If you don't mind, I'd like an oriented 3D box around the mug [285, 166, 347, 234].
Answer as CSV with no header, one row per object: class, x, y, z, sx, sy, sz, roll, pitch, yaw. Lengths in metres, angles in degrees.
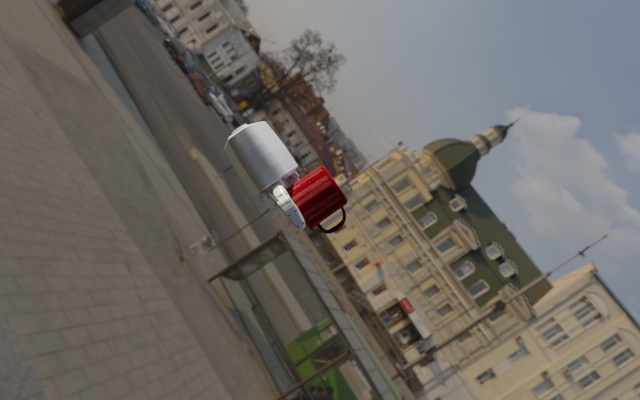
mug,0.001,0.004,0.836,0.081,0.117,0.093,-34,5,1
